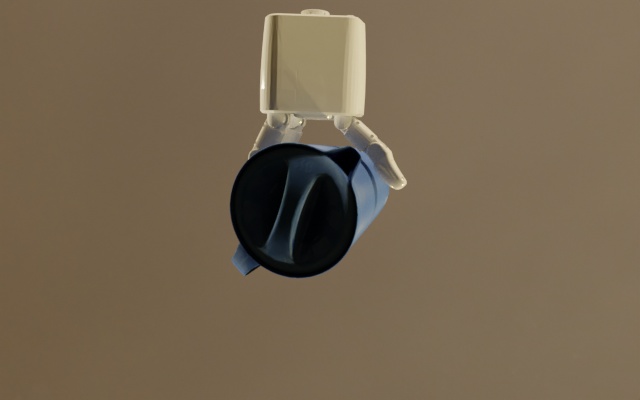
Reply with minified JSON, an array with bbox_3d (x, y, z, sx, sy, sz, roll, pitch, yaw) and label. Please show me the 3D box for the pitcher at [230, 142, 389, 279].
[{"bbox_3d":[0.000,0.002,0.568,0.149,0.145,0.243,2,8,18],"label":"pitcher"}]
